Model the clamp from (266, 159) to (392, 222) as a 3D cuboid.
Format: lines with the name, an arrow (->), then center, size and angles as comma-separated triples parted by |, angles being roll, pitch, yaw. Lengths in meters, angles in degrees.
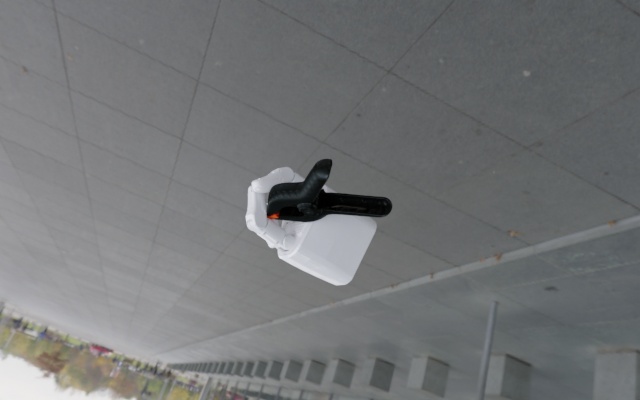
clamp -> 0.000, 0.002, 0.589 | 0.120, 0.039, 0.171 | 32, -28, -27
